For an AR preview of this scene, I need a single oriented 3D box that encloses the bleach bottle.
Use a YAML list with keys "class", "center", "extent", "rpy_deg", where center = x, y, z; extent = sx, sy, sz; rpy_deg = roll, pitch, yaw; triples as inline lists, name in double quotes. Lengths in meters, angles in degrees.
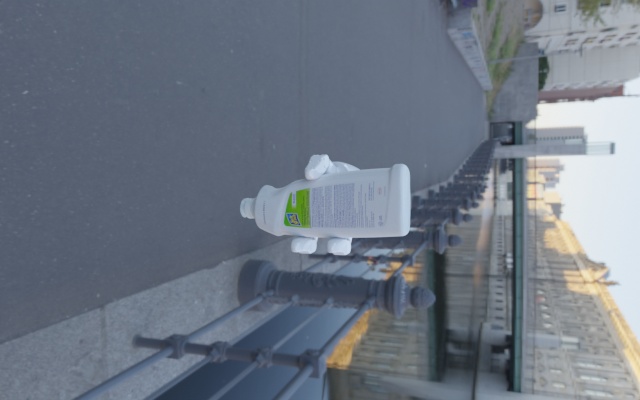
- class: "bleach bottle"
  center: [0.000, 0.002, 0.694]
  extent: [0.251, 0.102, 0.068]
  rpy_deg: [0, -2, 20]
